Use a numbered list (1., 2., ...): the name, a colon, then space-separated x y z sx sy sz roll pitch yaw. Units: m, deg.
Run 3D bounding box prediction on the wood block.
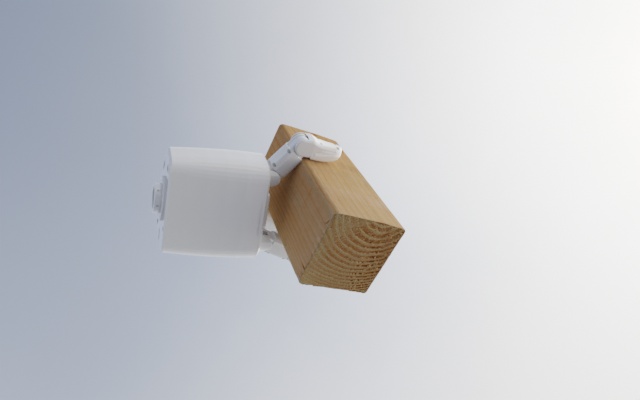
1. wood block: 0.000 0.001 0.563 0.090 0.091 0.206 14 27 -30
